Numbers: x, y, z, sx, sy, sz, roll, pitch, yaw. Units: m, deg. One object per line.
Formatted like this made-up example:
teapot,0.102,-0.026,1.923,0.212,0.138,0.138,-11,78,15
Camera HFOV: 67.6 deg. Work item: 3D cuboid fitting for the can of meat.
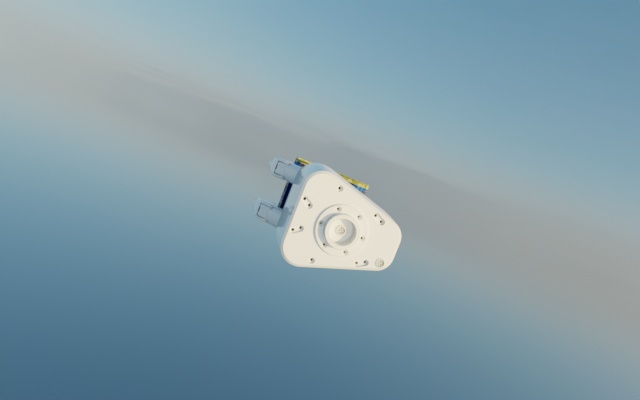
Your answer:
can of meat,0.000,0.002,0.595,0.102,0.084,0.057,21,5,-3
